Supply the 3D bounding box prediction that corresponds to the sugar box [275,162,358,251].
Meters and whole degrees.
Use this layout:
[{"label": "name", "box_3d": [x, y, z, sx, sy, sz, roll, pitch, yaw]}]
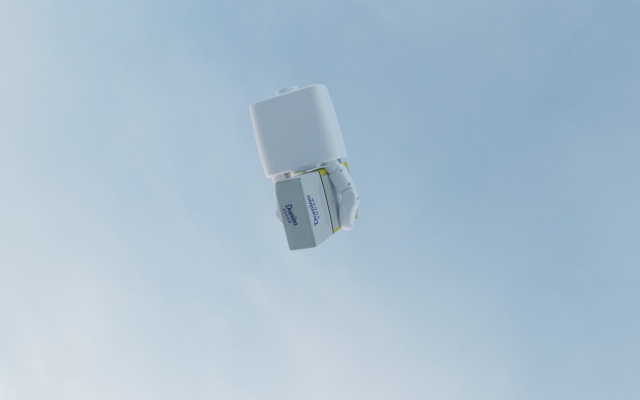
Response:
[{"label": "sugar box", "box_3d": [0.000, 0.002, 0.678, 0.048, 0.093, 0.176, -10, 6, 27]}]
